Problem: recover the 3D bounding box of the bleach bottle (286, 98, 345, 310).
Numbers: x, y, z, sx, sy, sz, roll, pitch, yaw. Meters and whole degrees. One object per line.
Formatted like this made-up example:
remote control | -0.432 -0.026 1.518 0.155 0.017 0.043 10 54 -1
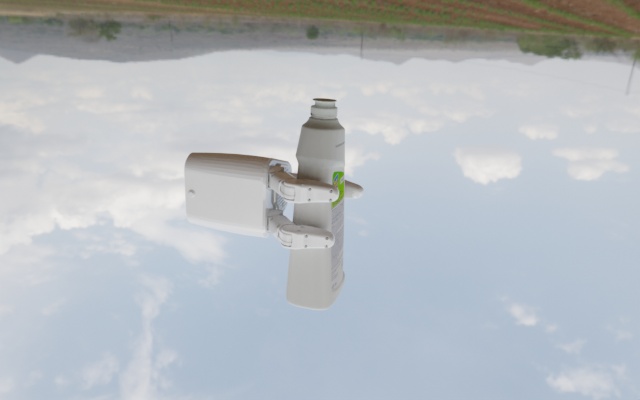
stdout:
bleach bottle | 0.000 0.002 0.587 0.068 0.251 0.102 8 20 12
